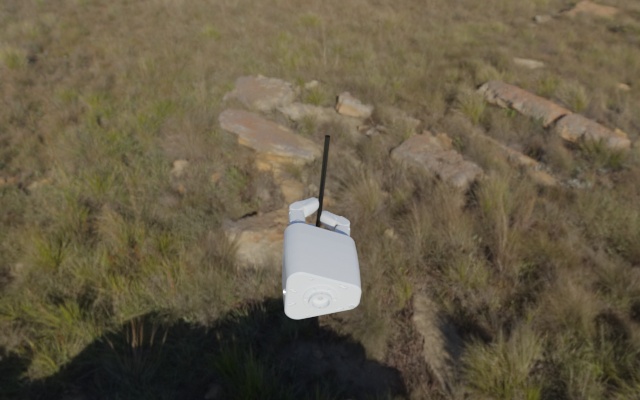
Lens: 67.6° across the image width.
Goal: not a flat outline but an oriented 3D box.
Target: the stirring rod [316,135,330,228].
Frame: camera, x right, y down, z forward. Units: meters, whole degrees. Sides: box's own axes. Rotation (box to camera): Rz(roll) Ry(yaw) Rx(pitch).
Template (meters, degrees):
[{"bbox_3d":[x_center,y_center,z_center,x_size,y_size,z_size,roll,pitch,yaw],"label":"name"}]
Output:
[{"bbox_3d":[0.000,0.003,0.781,0.011,0.240,0.011,4,35,-3],"label":"stirring rod"}]
